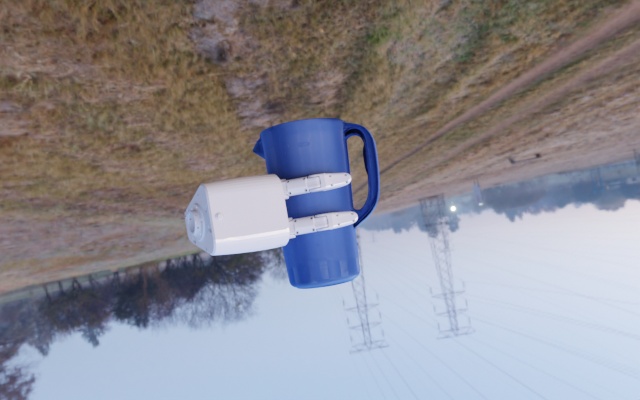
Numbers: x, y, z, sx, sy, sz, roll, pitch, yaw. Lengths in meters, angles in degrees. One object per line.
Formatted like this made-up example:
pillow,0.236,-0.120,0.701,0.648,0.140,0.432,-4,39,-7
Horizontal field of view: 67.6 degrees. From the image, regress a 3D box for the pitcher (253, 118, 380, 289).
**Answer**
pitcher,0.000,0.002,0.719,0.145,0.243,0.149,-7,-3,-33
